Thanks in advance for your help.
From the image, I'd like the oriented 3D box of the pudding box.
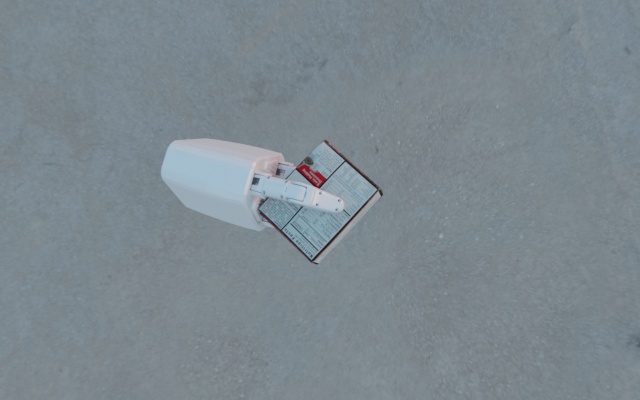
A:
[{"bbox_3d":[0.000,0.002,0.537,0.090,0.113,0.039,43,2,14],"label":"pudding box"}]
